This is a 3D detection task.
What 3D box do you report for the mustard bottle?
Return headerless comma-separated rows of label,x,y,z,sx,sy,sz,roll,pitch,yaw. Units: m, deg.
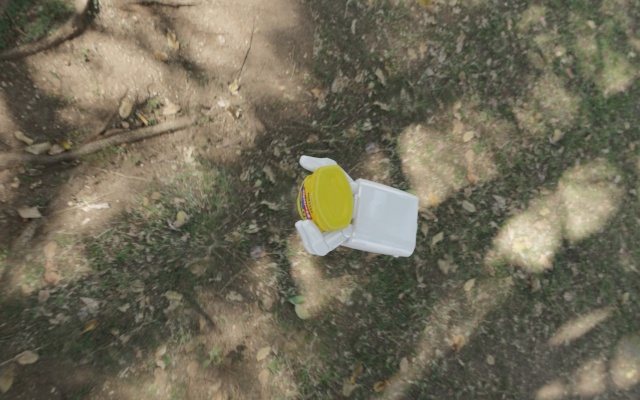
mustard bottle,0.000,0.003,0.782,0.058,0.096,0.191,-11,-2,-13
